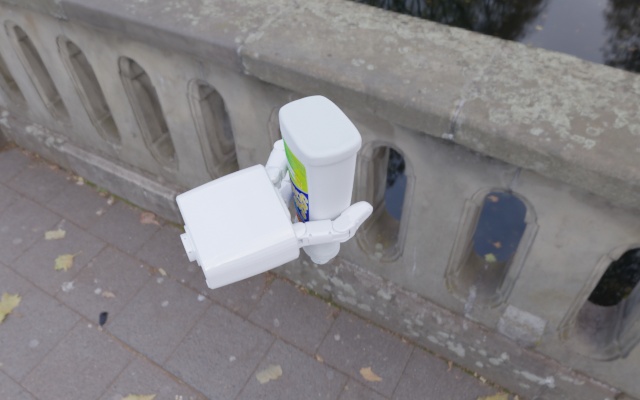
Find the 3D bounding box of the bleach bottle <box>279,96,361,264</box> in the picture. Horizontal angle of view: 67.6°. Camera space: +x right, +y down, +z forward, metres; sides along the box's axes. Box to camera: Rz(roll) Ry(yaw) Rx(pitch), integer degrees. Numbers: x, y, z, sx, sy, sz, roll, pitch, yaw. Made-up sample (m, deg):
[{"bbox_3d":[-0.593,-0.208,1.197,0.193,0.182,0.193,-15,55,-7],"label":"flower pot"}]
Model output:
[{"bbox_3d":[0.000,0.002,0.588,0.068,0.251,0.102,-21,51,-16],"label":"bleach bottle"}]
